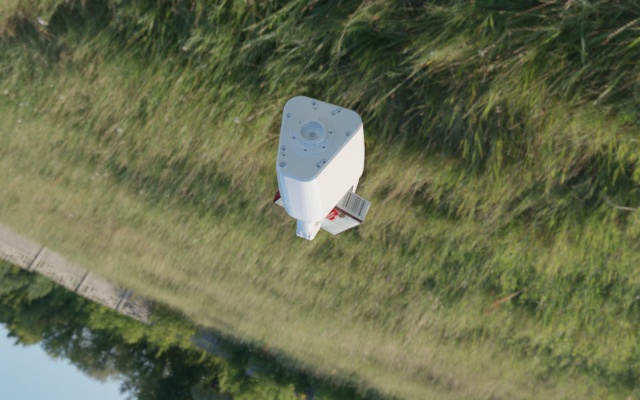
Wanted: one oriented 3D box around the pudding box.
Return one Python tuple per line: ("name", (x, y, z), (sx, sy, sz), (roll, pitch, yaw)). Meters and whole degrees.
("pudding box", (0.000, 0.002, 0.673), (0.113, 0.039, 0.090), (30, -24, -14))
